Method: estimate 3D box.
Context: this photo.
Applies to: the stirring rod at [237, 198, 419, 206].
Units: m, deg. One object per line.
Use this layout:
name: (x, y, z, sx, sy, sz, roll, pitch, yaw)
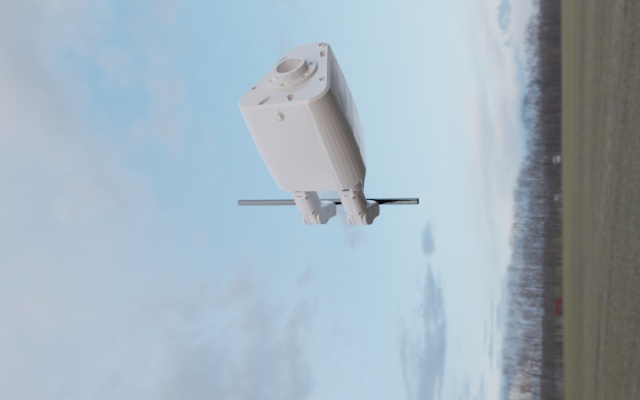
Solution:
stirring rod: (0.000, 0.002, 0.580, 0.239, 0.011, 0.011, -1, 0, 26)
